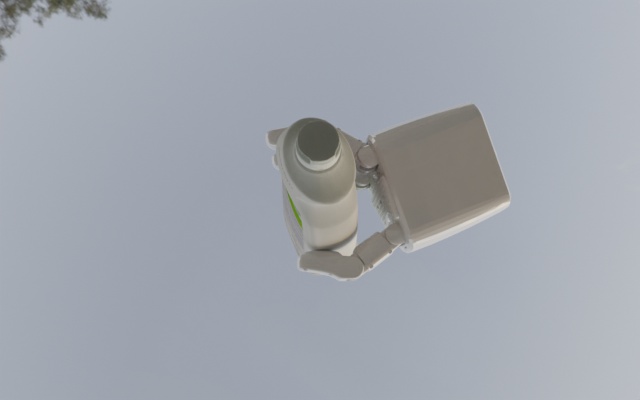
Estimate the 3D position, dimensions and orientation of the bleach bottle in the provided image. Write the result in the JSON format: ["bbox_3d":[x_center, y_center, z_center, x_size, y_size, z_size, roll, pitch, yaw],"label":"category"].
[{"bbox_3d":[0.000,0.001,0.430,0.068,0.102,0.251,-23,-14,-7],"label":"bleach bottle"}]
